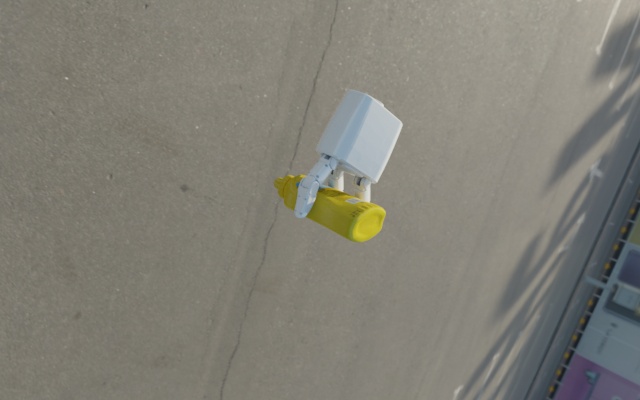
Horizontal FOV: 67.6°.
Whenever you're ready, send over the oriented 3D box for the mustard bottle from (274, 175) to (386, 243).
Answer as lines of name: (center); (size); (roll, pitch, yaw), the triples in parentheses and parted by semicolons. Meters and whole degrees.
mustard bottle: (0.000, 0.003, 0.754); (0.191, 0.058, 0.096); (25, 22, 32)
